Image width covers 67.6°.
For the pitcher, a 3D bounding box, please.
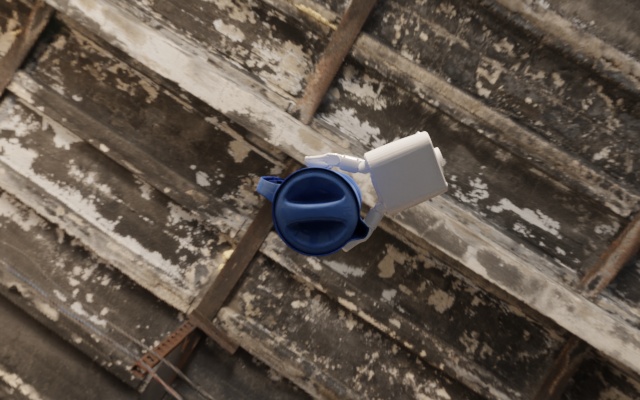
[{"bbox_3d":[0.000,0.003,0.816,0.145,0.149,0.243,-23,1,10],"label":"pitcher"}]
